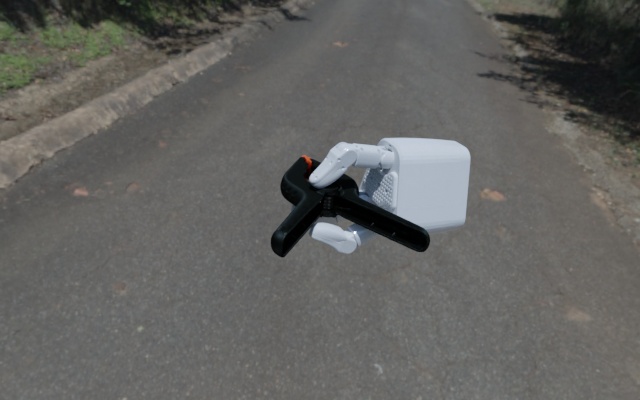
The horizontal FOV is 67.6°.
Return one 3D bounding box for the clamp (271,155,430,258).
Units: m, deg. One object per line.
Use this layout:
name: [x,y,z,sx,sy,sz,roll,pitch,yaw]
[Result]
clamp: [0.000,0.001,0.535,0.164,0.036,0.210,-2,28,-25]
